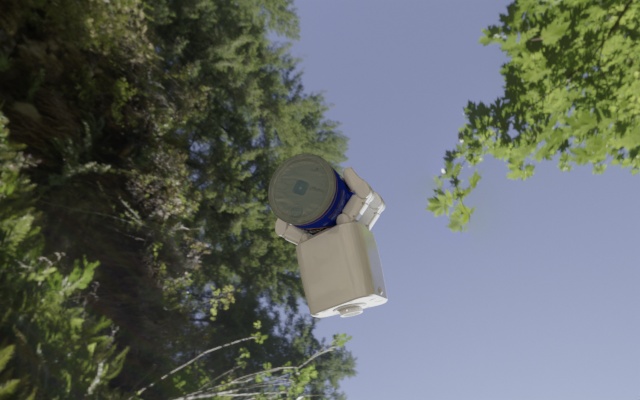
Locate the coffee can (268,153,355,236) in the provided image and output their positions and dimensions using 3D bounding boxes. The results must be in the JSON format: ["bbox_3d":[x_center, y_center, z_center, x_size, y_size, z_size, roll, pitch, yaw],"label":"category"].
[{"bbox_3d":[0.000,0.002,0.715,0.103,0.102,0.140,0,-17,25],"label":"coffee can"}]
